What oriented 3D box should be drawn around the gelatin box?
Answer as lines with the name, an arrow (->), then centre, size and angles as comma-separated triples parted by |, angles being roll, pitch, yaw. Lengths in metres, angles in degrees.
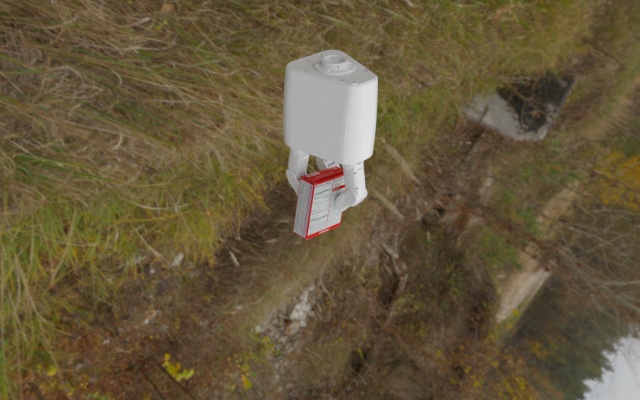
gelatin box -> 0.000, 0.003, 0.664 | 0.030, 0.089, 0.073 | 27, 31, 34
